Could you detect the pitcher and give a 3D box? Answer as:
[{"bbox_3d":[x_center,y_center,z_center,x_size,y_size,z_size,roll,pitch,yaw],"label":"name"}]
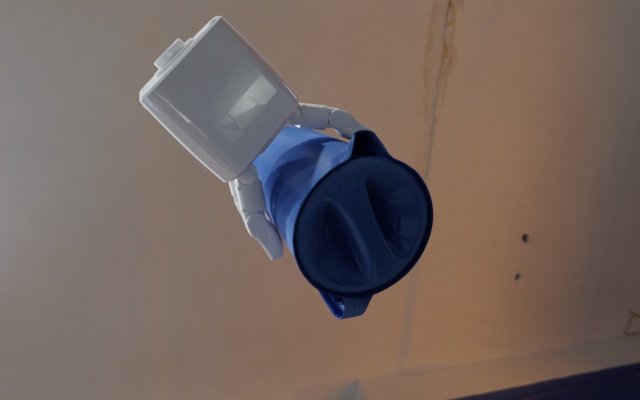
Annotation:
[{"bbox_3d":[0.000,0.002,0.515,0.145,0.149,0.242,43,0,-27],"label":"pitcher"}]
